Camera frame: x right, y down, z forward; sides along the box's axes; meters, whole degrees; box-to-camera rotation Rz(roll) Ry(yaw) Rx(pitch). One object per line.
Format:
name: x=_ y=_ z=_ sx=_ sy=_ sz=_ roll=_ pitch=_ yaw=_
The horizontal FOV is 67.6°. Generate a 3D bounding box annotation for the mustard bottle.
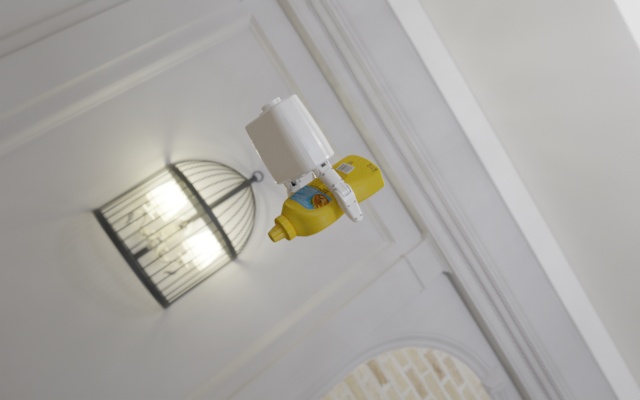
mustard bottle: x=0.000 y=0.003 z=0.736 sx=0.191 sy=0.058 sz=0.096 roll=-35 pitch=35 yaw=-19
